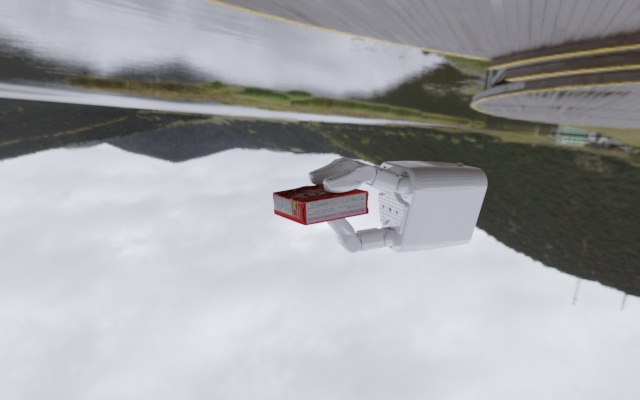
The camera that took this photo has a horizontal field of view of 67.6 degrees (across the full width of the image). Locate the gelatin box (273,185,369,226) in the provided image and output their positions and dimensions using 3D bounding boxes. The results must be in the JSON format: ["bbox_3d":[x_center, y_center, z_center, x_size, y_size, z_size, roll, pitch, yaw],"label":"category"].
[{"bbox_3d":[0.000,0.002,0.554,0.089,0.030,0.073,-10,15,-31],"label":"gelatin box"}]
